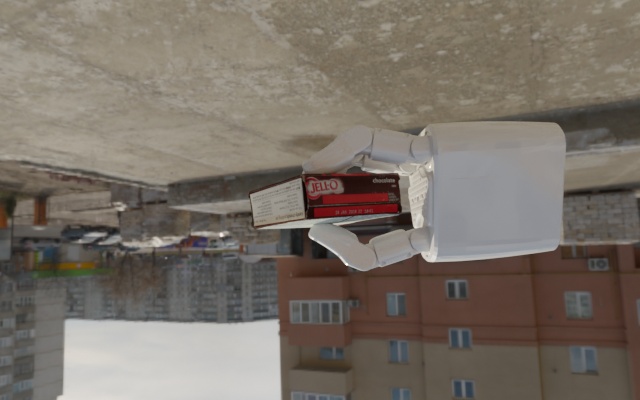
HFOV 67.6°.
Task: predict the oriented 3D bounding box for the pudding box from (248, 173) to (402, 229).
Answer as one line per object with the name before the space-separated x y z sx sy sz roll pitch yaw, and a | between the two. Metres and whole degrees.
pudding box | 0.000 0.002 0.408 0.090 0.039 0.113 -1 -8 -30
